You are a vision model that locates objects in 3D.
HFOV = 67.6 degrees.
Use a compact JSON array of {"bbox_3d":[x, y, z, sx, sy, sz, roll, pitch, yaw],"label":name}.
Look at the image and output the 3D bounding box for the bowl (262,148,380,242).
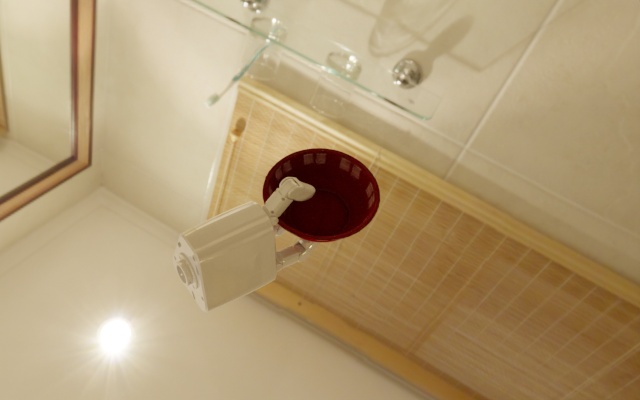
[{"bbox_3d":[0.001,0.002,0.675,0.162,0.162,0.055,0,-37,-4],"label":"bowl"}]
